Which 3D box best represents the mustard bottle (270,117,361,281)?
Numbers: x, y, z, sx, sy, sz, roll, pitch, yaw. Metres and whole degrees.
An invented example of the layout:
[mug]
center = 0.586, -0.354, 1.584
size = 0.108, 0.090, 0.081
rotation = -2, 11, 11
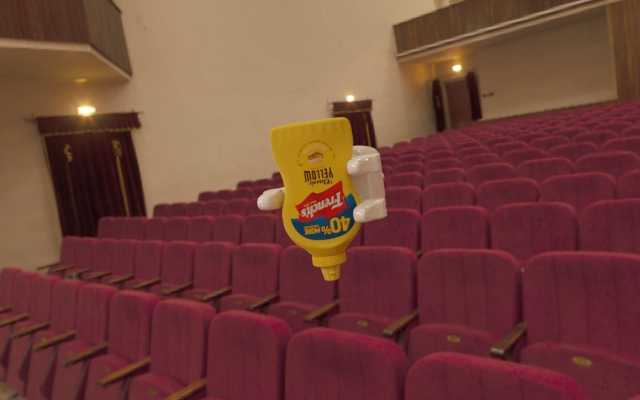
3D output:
[mustard bottle]
center = 0.000, 0.002, 0.574
size = 0.096, 0.191, 0.058
rotation = -9, 6, -6
